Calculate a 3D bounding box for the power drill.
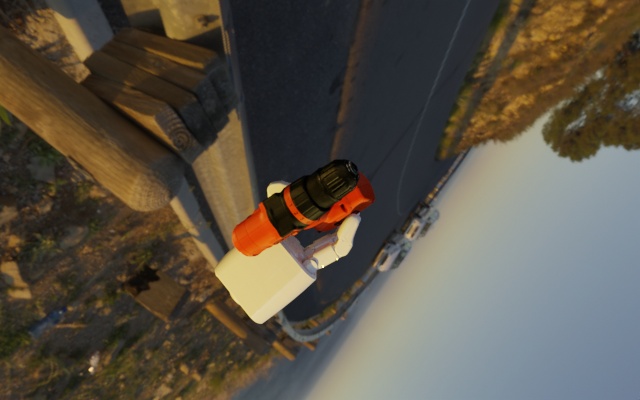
[{"bbox_3d":[0.000,0.002,0.613,0.184,0.057,0.187,-31,-11,27],"label":"power drill"}]
